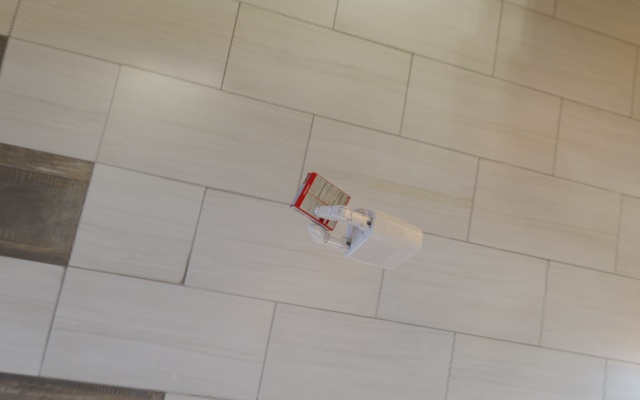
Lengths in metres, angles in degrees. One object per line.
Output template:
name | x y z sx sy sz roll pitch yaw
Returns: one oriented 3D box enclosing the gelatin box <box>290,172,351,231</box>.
gelatin box | 0.000 0.003 0.856 0.089 0.073 0.030 34 -15 -22
